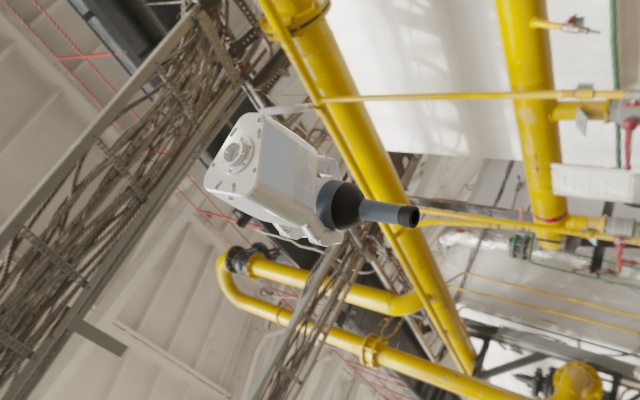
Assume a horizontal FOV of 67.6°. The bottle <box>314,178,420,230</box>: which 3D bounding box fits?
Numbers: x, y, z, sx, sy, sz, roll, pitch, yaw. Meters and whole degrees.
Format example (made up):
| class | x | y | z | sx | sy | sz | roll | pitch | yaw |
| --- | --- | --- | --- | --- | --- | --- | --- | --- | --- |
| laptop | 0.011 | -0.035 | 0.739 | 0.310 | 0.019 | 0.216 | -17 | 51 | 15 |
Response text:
| class | x | y | z | sx | sy | sz | roll | pitch | yaw |
| --- | --- | --- | --- | --- | --- | --- | --- | --- | --- |
| bottle | 0.000 | 0.002 | 0.668 | 0.295 | 0.069 | 0.069 | 9 | 6 | 38 |
